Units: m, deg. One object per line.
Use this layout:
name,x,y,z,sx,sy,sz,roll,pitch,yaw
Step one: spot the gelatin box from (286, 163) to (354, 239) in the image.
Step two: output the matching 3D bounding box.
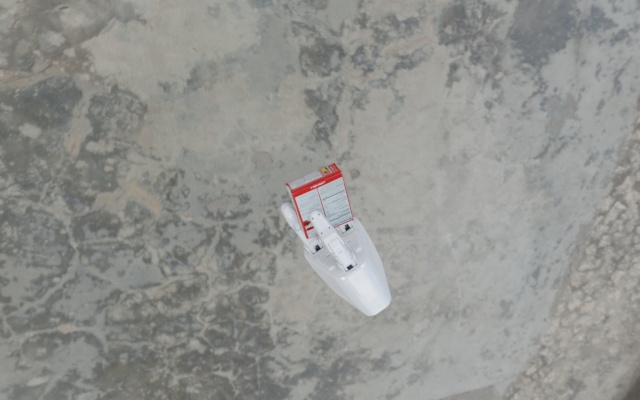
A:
gelatin box,0.000,0.002,0.650,0.073,0.089,0.030,-24,40,-8
